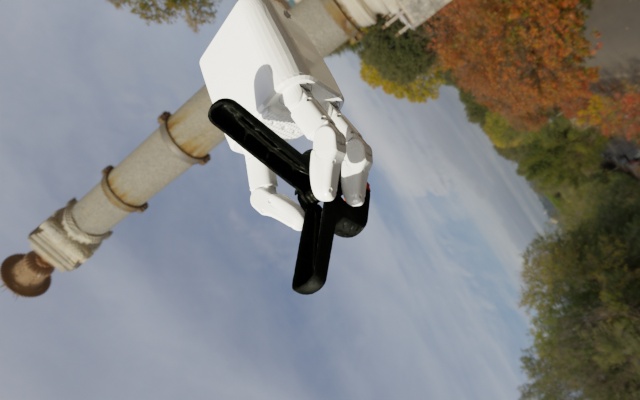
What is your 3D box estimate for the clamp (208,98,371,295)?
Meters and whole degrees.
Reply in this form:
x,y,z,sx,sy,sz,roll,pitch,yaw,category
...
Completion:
x,y,z,sx,sy,sz,roll,pitch,yaw,category
0.000,0.002,0.430,0.036,0.164,0.210,-32,-20,23,clamp
